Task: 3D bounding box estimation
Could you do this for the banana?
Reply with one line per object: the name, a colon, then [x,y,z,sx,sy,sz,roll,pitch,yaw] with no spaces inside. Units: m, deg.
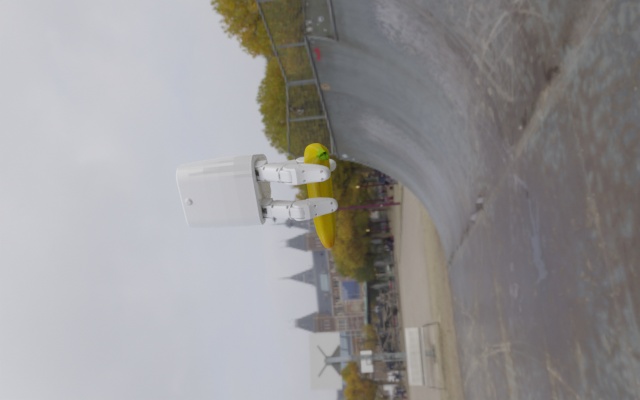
banana: [-0.001,-0.014,0.683,0.037,0.069,0.198,-5,-42,2]
